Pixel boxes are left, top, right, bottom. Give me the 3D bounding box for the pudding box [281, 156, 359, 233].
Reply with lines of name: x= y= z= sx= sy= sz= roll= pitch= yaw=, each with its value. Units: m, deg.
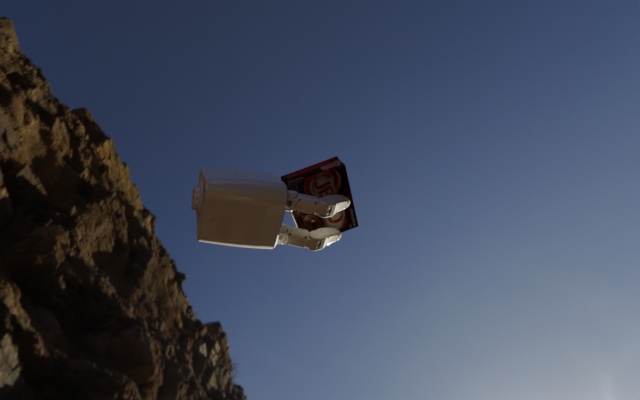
pudding box: x=0.000 y=0.002 z=0.696 sx=0.090 sy=0.114 sz=0.039 roll=-20 pitch=35 yaw=-8
